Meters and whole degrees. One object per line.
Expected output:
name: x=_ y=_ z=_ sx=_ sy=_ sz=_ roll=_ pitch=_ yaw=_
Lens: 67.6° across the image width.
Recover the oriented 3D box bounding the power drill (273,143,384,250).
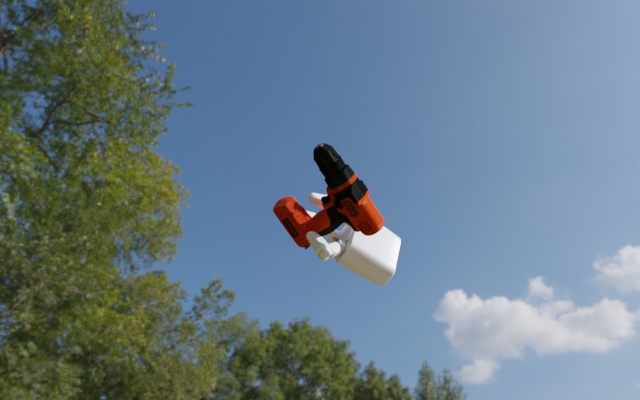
power drill: x=0.000 y=0.003 z=0.866 sx=0.188 sy=0.184 sz=0.057 roll=-24 pitch=14 yaw=42
